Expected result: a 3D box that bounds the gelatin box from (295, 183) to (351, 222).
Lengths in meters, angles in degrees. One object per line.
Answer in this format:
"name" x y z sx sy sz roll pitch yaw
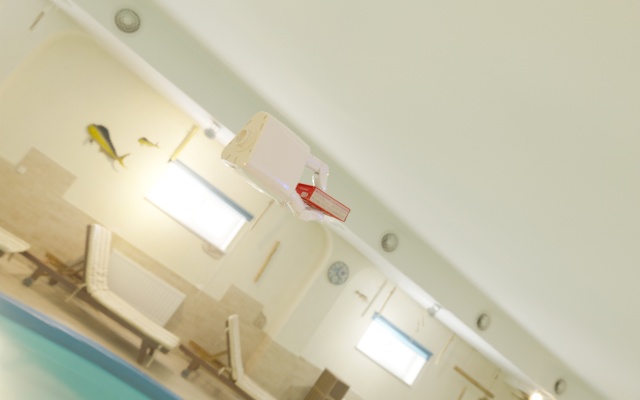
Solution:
"gelatin box" 0.001 0.003 0.869 0.089 0.030 0.073 31 -6 -27
